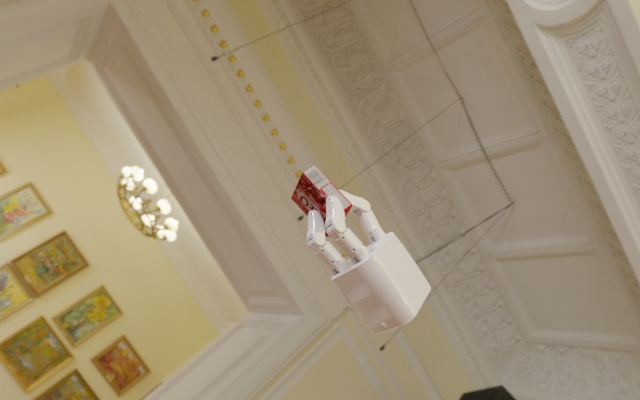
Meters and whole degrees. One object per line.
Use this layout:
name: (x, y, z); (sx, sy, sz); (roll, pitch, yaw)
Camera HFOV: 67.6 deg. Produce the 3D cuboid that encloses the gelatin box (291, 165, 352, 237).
gelatin box: (0.000, 0.002, 0.728); (0.030, 0.089, 0.073); (-34, -16, -33)
